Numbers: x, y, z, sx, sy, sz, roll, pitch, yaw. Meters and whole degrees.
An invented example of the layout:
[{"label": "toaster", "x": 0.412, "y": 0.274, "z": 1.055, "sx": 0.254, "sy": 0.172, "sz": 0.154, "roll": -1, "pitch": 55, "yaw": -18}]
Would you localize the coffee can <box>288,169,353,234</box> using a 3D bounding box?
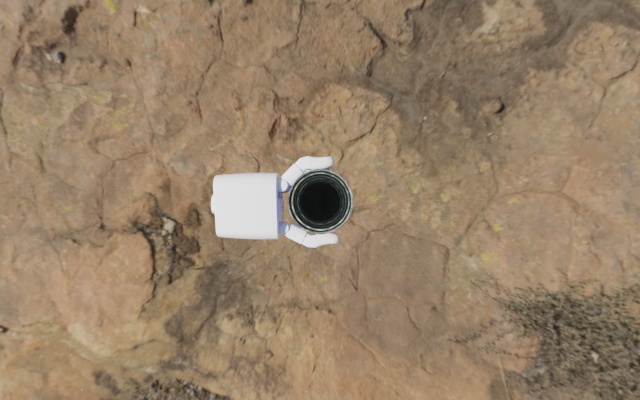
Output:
[{"label": "coffee can", "x": 0.000, "y": 0.003, "z": 0.811, "sx": 0.103, "sy": 0.103, "sz": 0.140, "roll": 0, "pitch": -1, "yaw": 0}]
